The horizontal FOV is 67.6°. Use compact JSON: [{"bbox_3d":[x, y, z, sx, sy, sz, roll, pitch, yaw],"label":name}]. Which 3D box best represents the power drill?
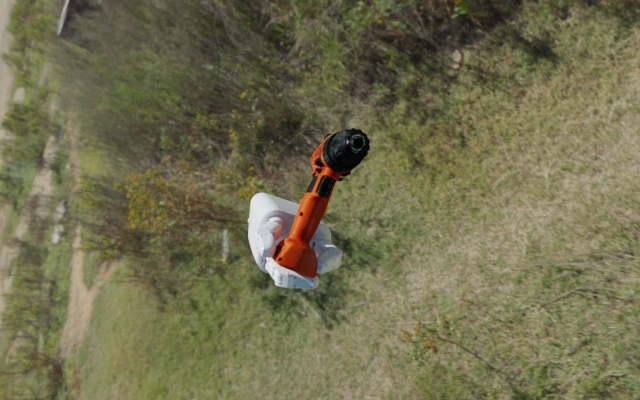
[{"bbox_3d":[0.000,0.002,0.615,0.057,0.187,0.184,24,-6,-7],"label":"power drill"}]
